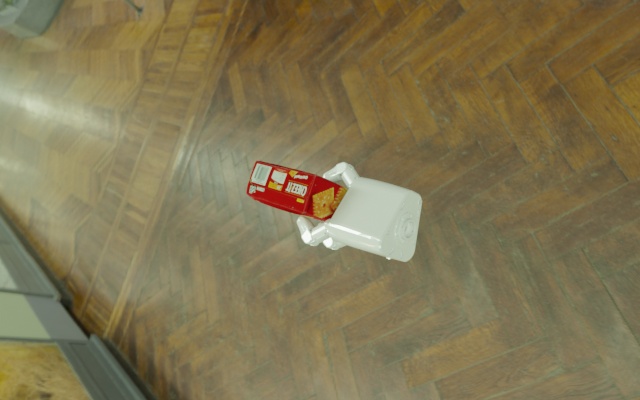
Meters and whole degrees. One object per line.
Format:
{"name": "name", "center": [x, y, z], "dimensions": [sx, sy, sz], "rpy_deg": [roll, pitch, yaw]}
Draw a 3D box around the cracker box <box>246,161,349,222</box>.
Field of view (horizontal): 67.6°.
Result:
{"name": "cracker box", "center": [0.000, 0.003, 0.850], "dimensions": [0.164, 0.072, 0.214], "rpy_deg": [16, -4, 45]}
